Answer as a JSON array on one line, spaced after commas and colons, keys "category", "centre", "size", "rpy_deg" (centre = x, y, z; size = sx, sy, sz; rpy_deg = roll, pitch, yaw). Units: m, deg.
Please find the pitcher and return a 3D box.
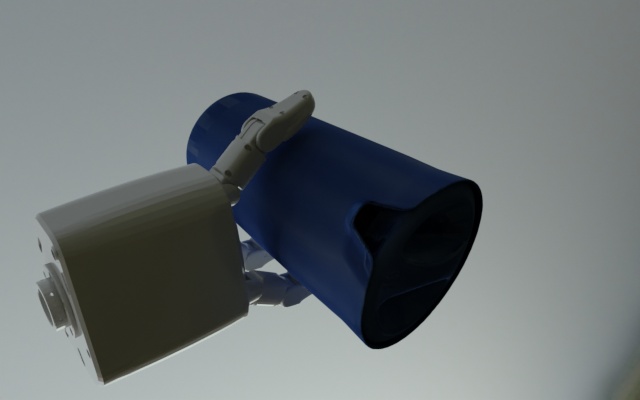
[{"category": "pitcher", "centre": [0.000, 0.001, 0.402], "size": [0.145, 0.149, 0.242], "rpy_deg": [-24, 43, -36]}]
